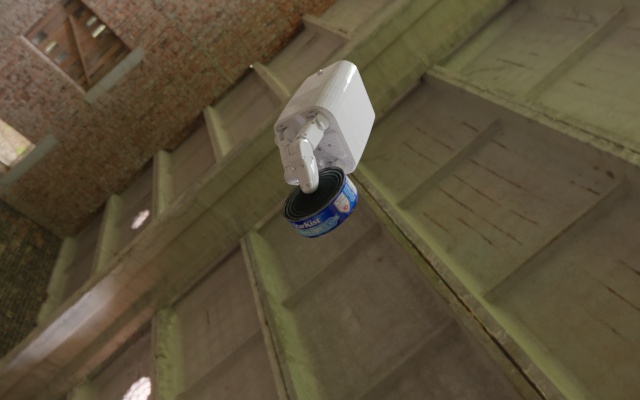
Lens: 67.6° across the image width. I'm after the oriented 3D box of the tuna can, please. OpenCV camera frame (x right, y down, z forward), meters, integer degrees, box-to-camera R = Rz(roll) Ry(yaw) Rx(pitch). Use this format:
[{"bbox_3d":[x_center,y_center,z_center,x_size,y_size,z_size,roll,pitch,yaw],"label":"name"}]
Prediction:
[{"bbox_3d":[0.000,0.002,0.550,0.086,0.086,0.034,0,-44,50],"label":"tuna can"}]
